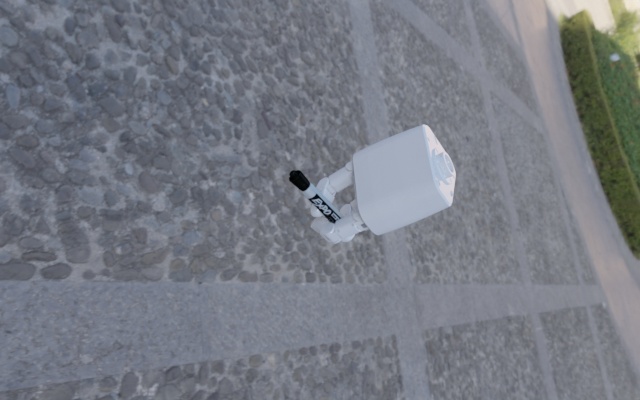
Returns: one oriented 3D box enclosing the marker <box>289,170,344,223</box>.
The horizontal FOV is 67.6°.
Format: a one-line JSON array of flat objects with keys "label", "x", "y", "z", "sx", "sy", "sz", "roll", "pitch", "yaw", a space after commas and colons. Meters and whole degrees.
[{"label": "marker", "x": 0.000, "y": 0.002, "z": 0.623, "sx": 0.020, "sy": 0.020, "sz": 0.121, "roll": 0, "pitch": -38, "yaw": 48}]
